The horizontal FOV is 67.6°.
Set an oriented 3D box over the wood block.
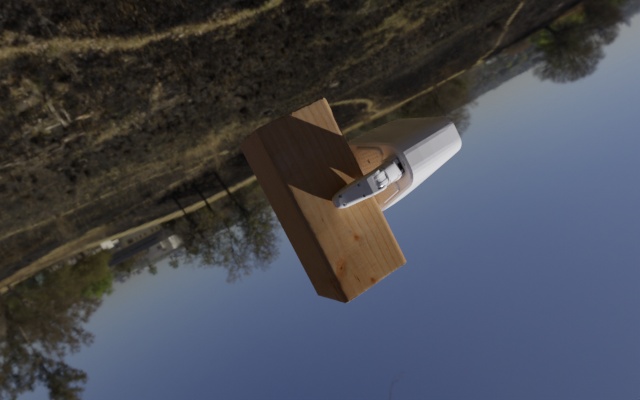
[{"bbox_3d":[0.001,0.002,0.550,0.090,0.206,0.091,-30,6,-21],"label":"wood block"}]
